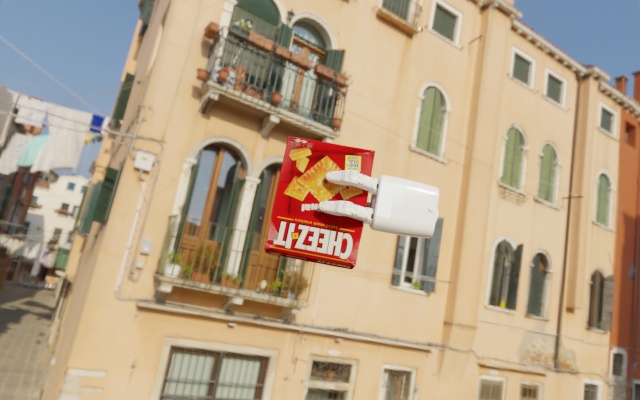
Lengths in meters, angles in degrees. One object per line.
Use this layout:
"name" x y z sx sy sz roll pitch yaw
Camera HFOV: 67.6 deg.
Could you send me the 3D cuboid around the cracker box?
"cracker box" 0.000 0.003 0.862 0.164 0.213 0.072 11 -12 1
